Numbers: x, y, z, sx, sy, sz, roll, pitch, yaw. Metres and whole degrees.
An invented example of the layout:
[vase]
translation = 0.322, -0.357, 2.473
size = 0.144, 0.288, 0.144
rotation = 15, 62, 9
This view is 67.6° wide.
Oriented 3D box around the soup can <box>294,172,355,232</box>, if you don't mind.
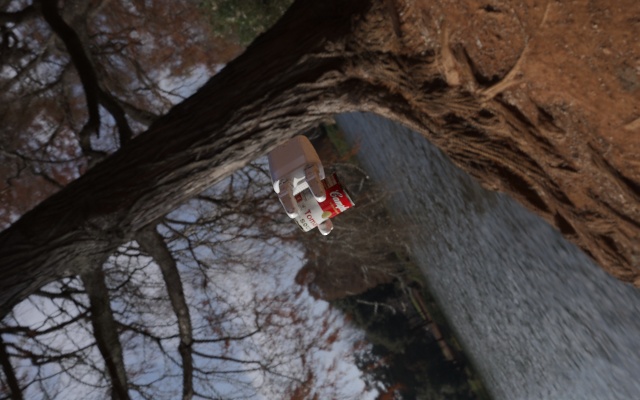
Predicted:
[soup can]
translation = 0.000, 0.003, 0.847
size = 0.102, 0.068, 0.068
rotation = -30, -4, 6
